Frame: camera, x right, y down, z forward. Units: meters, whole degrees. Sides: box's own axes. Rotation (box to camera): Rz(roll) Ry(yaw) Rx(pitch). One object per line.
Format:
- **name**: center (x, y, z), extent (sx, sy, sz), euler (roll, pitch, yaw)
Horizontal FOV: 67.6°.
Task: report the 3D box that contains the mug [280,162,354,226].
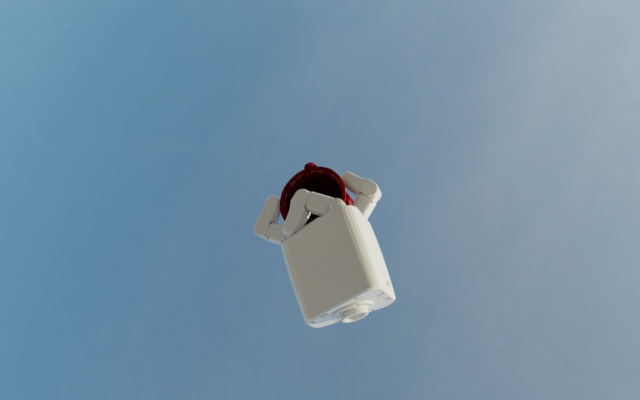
- **mug**: center (0.000, 0.001, 0.660), extent (0.093, 0.117, 0.081), euler (-22, -29, 12)
